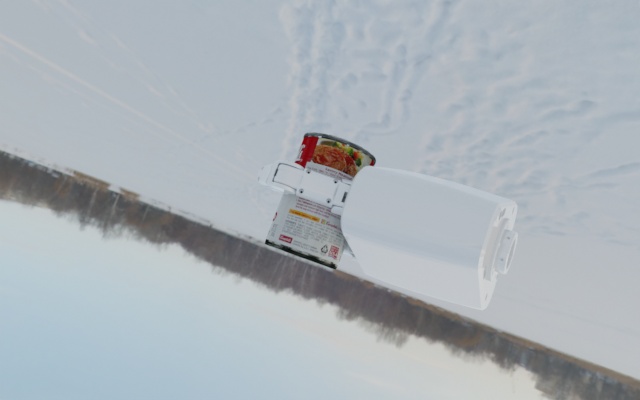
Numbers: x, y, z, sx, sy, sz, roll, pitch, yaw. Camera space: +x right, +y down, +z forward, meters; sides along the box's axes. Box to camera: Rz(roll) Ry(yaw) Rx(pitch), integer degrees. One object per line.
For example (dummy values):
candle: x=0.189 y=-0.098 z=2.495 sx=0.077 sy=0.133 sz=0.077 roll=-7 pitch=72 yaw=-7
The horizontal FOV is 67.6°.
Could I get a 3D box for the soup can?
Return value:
soup can: x=-0.001 y=0.001 z=0.415 sx=0.068 sy=0.102 sz=0.068 roll=20 pitch=-7 yaw=3
